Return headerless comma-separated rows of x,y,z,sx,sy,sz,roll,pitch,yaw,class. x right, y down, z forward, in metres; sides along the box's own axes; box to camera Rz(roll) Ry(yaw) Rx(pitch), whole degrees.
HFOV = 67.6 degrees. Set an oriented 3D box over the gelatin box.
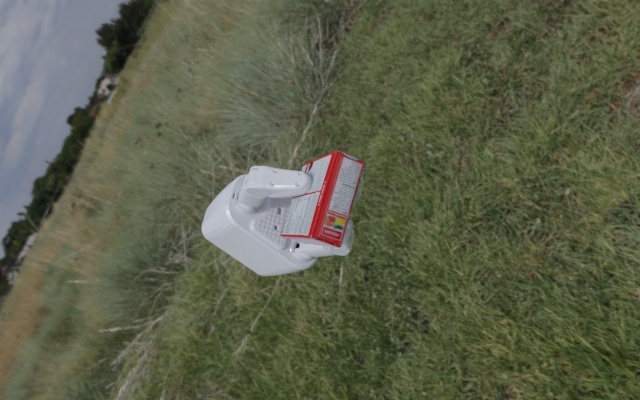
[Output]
0.000,0.001,0.414,0.030,0.073,0.089,20,-10,-18,gelatin box
